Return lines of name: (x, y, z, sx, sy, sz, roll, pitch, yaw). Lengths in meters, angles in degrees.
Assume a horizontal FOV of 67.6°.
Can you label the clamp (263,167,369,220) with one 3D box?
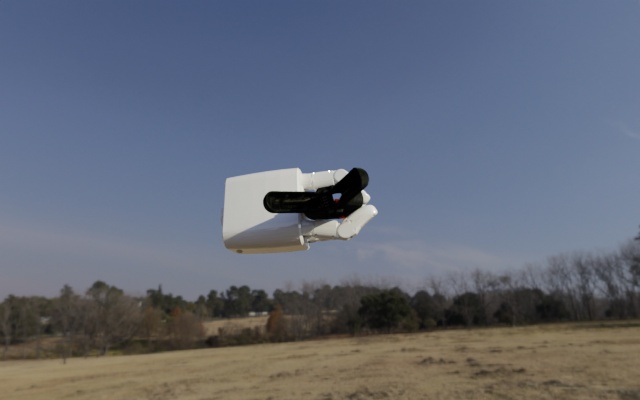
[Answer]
clamp: (0.000, 0.001, 0.588, 0.120, 0.039, 0.171, -8, -14, 4)
